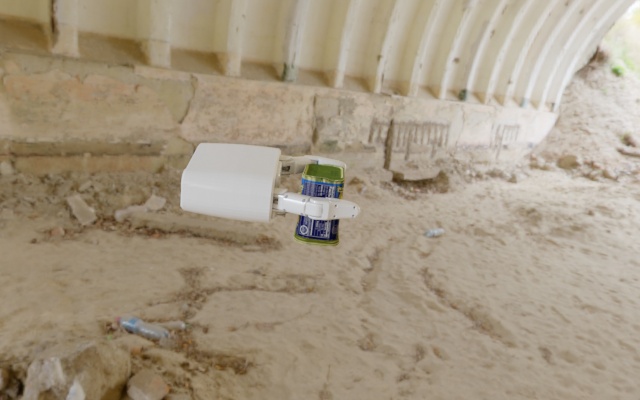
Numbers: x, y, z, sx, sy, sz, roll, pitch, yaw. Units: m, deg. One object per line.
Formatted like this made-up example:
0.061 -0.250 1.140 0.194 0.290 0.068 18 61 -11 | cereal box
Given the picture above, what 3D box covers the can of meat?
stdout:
0.000 0.002 0.609 0.057 0.084 0.102 7 14 0 | can of meat
